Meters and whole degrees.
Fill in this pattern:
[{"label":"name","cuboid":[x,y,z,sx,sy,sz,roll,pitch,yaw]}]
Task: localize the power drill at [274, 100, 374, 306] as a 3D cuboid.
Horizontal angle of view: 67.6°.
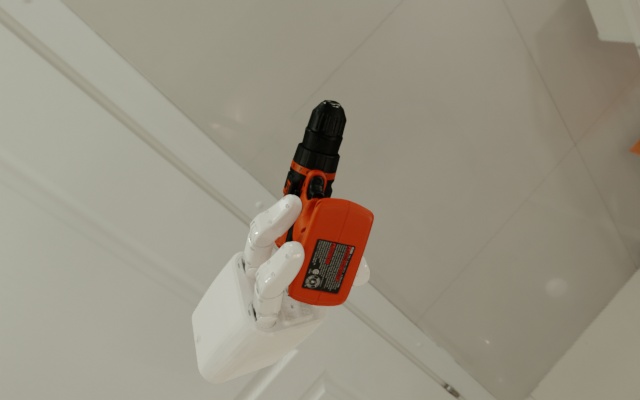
[{"label":"power drill","cuboid":[0.000,0.002,0.484,0.057,0.184,0.187,11,20,-12]}]
